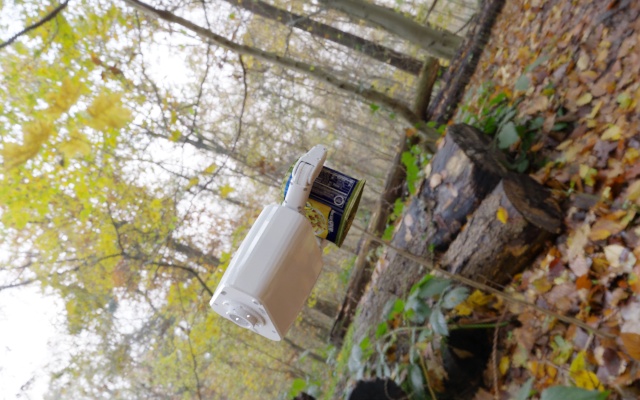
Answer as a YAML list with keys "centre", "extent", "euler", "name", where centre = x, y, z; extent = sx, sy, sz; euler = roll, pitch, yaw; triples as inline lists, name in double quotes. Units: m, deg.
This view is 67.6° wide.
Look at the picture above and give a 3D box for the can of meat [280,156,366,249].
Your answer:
- centre: [0.000, 0.002, 0.570]
  extent: [0.084, 0.057, 0.102]
  euler: [23, -31, 8]
  name: "can of meat"
